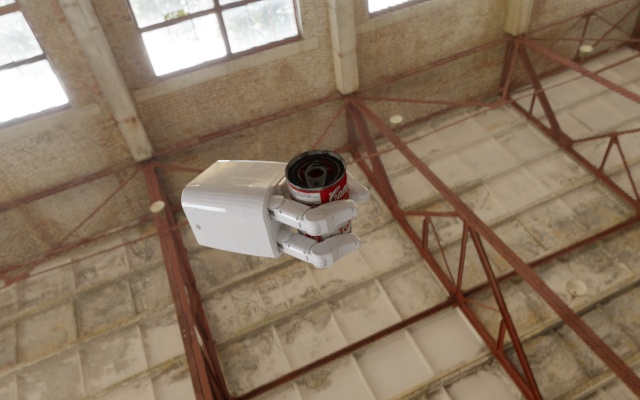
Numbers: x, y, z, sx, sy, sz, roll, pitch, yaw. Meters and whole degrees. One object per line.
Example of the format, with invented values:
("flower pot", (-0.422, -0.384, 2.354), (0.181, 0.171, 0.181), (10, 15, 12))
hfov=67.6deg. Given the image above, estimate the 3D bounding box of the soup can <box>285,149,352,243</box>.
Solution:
("soup can", (0.001, 0.002, 0.554), (0.068, 0.102, 0.068), (-5, 43, 5))
